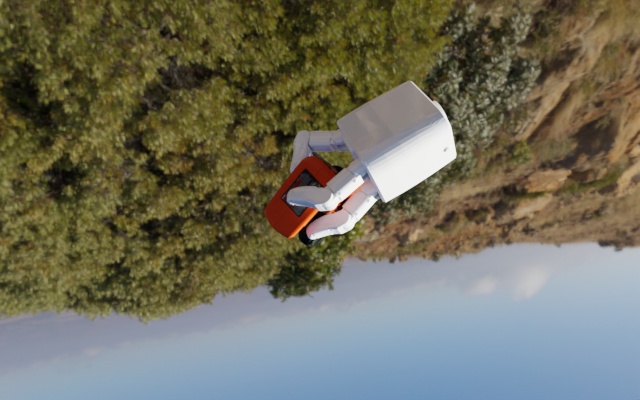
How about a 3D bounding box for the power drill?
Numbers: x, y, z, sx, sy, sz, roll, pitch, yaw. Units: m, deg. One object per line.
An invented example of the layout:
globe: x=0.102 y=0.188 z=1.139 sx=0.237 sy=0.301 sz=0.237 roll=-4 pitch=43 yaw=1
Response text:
power drill: x=0.000 y=0.002 z=0.664 sx=0.057 sy=0.184 sz=0.187 roll=43 pitch=19 yaw=14
